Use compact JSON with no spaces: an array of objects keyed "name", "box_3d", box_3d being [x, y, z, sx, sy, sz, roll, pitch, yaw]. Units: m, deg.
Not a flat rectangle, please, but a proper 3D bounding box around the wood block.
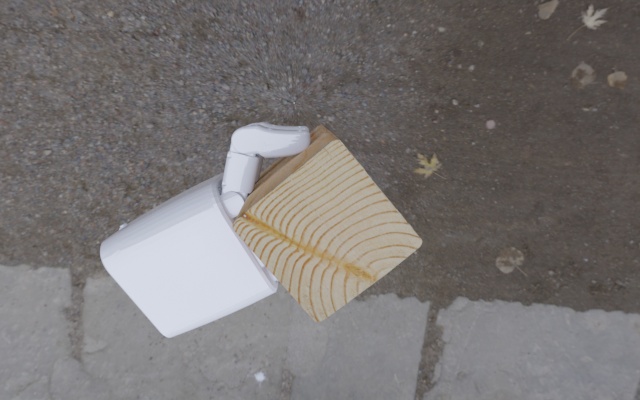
[{"name":"wood block","box_3d":[0.000,0.002,0.401,0.090,0.091,0.206,-39,11,5]}]
